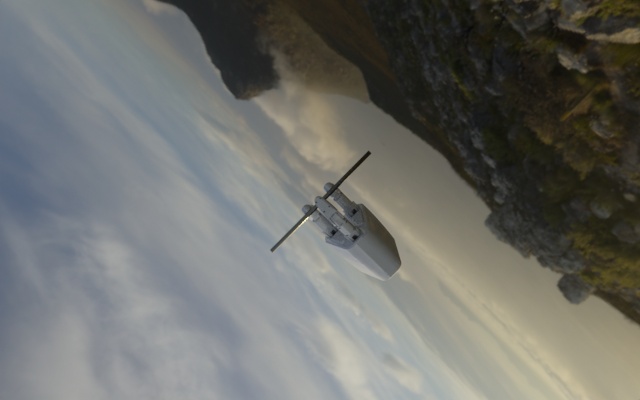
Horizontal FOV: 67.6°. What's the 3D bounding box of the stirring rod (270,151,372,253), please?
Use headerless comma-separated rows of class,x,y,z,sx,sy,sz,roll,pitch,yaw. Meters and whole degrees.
stirring rod,0.000,0.003,0.821,0.011,0.239,0.011,45,2,-2
